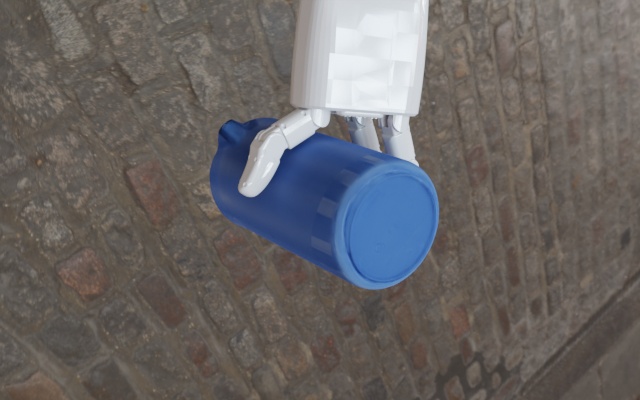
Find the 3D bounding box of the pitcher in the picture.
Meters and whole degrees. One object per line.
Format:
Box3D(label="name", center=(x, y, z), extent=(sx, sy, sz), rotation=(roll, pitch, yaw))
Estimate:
Box3D(label="pitcher", center=(0.000, 0.001, 0.474), extent=(0.149, 0.145, 0.242), rotation=(-2, 14, -33))
